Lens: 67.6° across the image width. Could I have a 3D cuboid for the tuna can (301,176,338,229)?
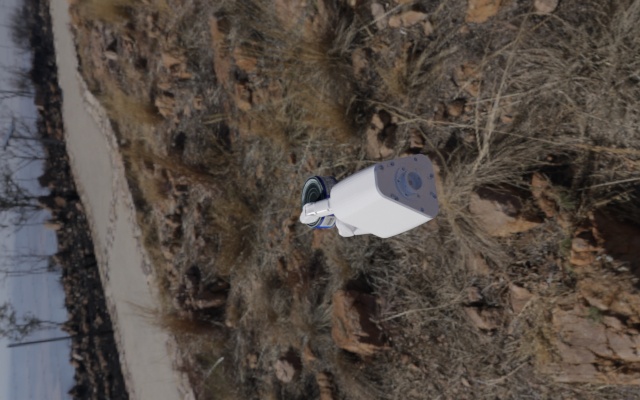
[{"bbox_3d":[0.000,0.003,0.772,0.034,0.086,0.086,1,-1,-28],"label":"tuna can"}]
